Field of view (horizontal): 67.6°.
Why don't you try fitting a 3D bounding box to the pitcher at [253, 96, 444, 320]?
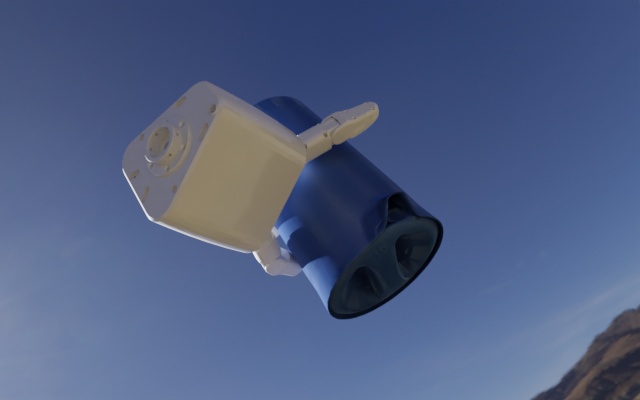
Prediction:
[{"bbox_3d":[0.000,0.002,0.513,0.145,0.149,0.242,27,19,-53],"label":"pitcher"}]
